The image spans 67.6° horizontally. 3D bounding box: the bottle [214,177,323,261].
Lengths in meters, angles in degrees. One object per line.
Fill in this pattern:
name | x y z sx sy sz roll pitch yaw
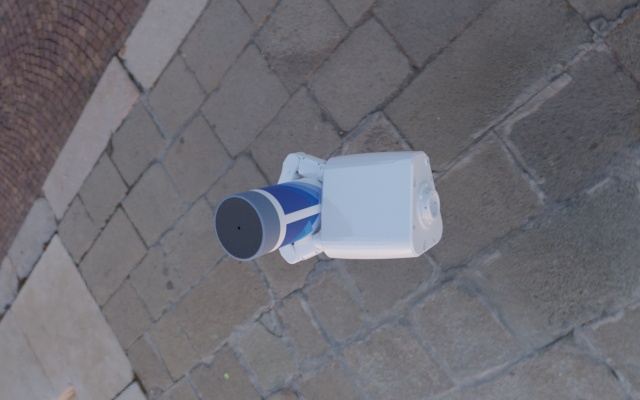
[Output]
bottle | 0.000 0.002 0.586 0.069 0.069 0.295 0 10 34
